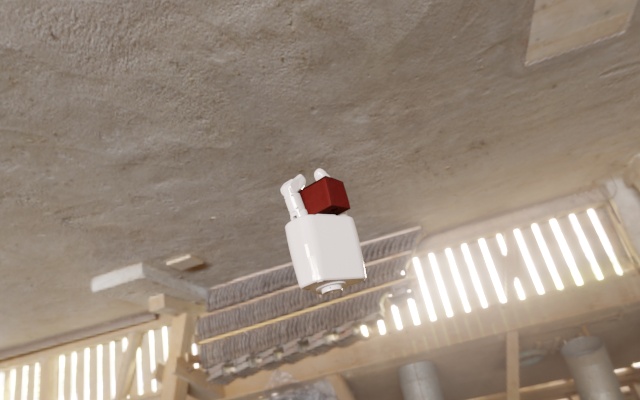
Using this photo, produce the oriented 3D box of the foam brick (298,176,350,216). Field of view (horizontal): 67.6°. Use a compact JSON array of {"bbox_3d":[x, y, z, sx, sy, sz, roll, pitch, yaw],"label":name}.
[{"bbox_3d":[0.000,0.002,0.780,0.078,0.051,0.053,-29,-25,32],"label":"foam brick"}]
